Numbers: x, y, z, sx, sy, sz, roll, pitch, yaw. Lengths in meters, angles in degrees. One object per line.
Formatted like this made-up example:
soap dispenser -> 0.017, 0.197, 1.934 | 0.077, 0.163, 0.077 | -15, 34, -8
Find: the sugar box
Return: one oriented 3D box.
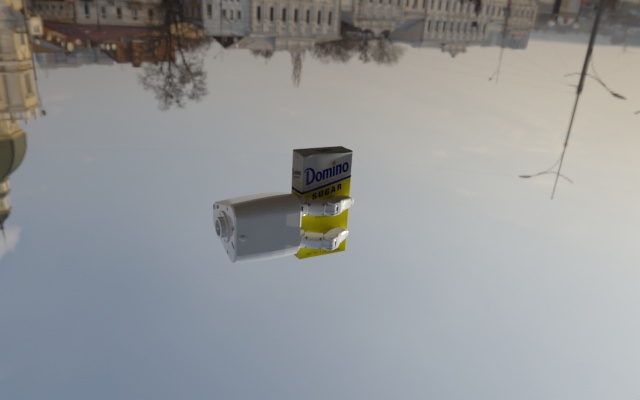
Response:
sugar box -> 0.000, 0.003, 0.782 | 0.093, 0.176, 0.048 | -8, 24, -28
